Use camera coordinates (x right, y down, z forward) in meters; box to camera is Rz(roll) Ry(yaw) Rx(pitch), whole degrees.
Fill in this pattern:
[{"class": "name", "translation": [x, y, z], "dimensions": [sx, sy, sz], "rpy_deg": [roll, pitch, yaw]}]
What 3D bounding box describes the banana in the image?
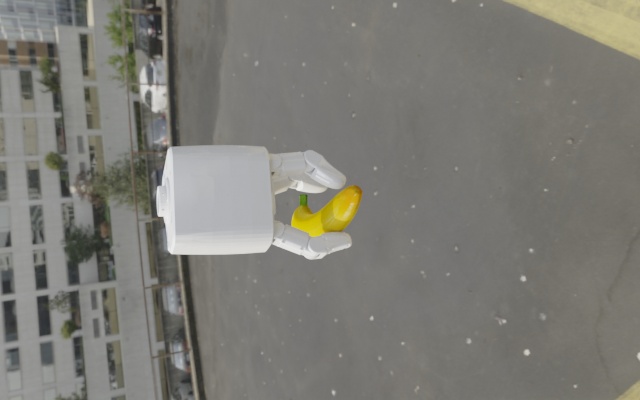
[{"class": "banana", "translation": [-0.002, 0.021, 0.608], "dimensions": [0.037, 0.069, 0.198], "rpy_deg": [3, -3, -22]}]
